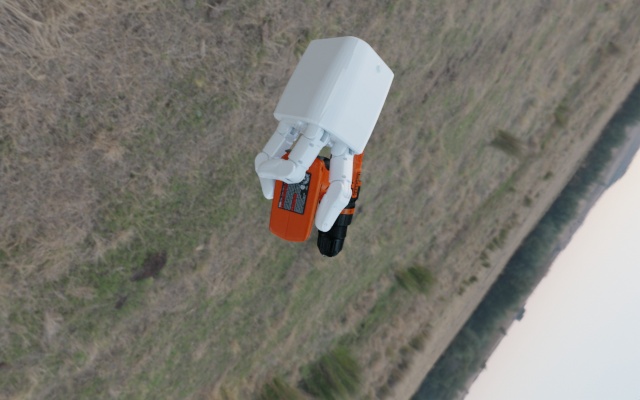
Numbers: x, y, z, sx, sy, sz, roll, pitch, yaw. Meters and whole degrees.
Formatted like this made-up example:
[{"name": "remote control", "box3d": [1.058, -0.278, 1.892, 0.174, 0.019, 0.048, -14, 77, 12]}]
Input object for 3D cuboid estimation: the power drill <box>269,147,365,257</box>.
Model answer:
[{"name": "power drill", "box3d": [0.000, 0.002, 0.641, 0.057, 0.184, 0.187, 12, 11, 20]}]
